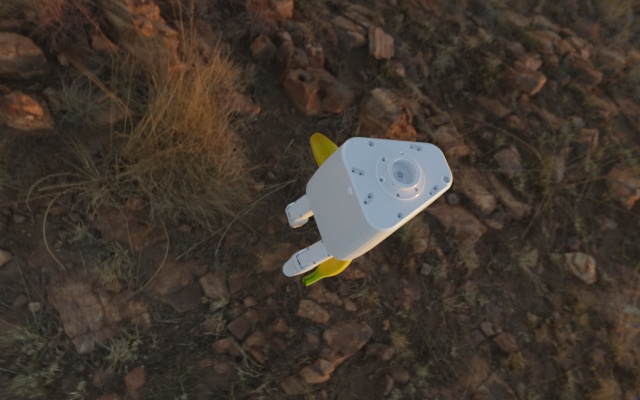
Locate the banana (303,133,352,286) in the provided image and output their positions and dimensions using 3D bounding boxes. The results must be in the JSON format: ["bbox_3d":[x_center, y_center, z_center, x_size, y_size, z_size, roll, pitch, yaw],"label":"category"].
[{"bbox_3d":[0.018,0.007,0.594,0.069,0.197,0.037,6,-19,-11],"label":"banana"}]
